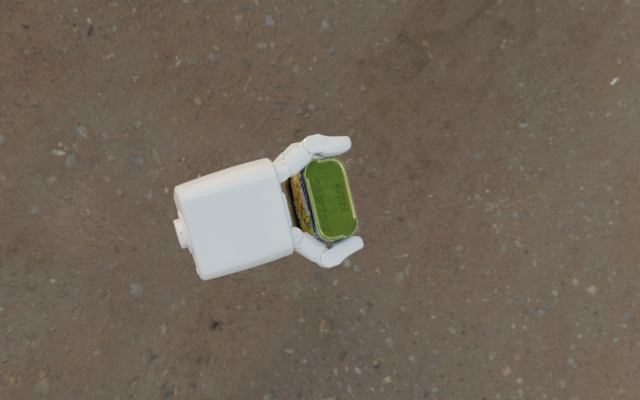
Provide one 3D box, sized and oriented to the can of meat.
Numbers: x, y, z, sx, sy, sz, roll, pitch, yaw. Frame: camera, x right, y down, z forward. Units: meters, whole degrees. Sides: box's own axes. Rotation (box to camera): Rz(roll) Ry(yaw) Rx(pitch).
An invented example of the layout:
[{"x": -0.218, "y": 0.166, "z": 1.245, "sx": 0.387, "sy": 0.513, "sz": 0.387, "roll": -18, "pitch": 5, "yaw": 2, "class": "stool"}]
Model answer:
[{"x": 0.000, "y": 0.002, "z": 0.581, "sx": 0.057, "sy": 0.102, "sz": 0.084, "roll": -13, "pitch": -2, "yaw": -18, "class": "can of meat"}]
